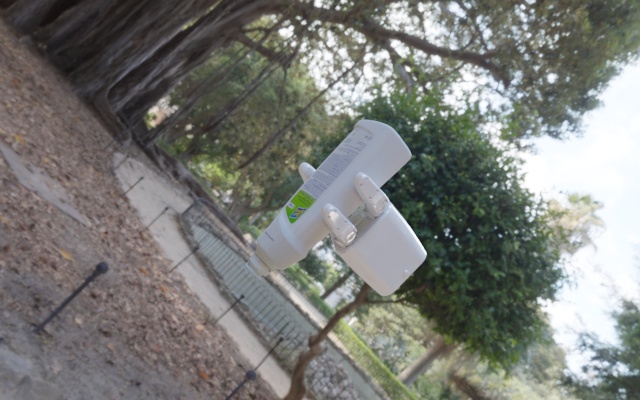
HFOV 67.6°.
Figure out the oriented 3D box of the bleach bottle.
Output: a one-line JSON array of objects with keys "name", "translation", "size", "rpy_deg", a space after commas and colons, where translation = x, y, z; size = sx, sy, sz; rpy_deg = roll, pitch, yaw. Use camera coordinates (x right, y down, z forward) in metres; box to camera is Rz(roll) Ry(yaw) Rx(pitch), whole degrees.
[{"name": "bleach bottle", "translation": [0.000, 0.002, 0.628], "size": [0.068, 0.251, 0.102], "rpy_deg": [49, -7, -23]}]
